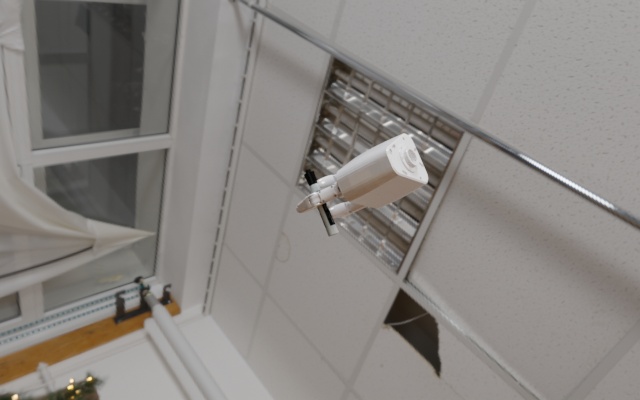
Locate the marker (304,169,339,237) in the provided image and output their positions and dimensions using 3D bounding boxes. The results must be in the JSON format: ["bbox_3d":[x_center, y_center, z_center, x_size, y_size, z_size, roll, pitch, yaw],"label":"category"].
[{"bbox_3d":[0.000,0.003,0.818,0.020,0.121,0.020,-22,-7,-3],"label":"marker"}]
